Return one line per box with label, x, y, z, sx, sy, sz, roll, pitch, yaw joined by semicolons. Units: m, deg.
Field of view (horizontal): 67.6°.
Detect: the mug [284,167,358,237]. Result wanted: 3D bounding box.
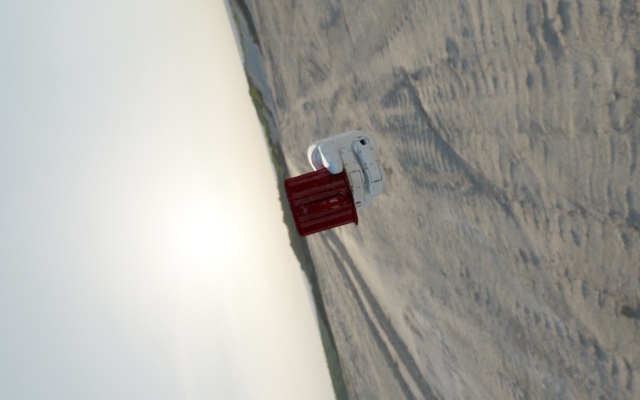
mug;0.000;0.002;0.635;0.081;0.093;0.117;-16;10;-2
